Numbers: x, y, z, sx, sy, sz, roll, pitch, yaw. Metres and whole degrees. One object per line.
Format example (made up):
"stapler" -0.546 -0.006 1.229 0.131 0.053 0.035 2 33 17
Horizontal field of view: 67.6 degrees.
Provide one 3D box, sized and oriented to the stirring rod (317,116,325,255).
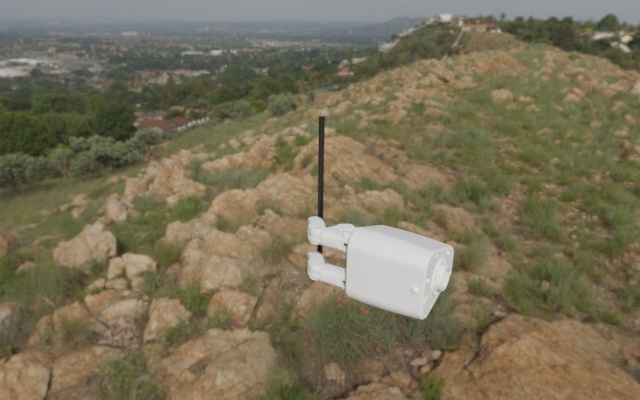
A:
"stirring rod" 0.000 0.002 0.672 0.011 0.240 0.011 1 21 0
